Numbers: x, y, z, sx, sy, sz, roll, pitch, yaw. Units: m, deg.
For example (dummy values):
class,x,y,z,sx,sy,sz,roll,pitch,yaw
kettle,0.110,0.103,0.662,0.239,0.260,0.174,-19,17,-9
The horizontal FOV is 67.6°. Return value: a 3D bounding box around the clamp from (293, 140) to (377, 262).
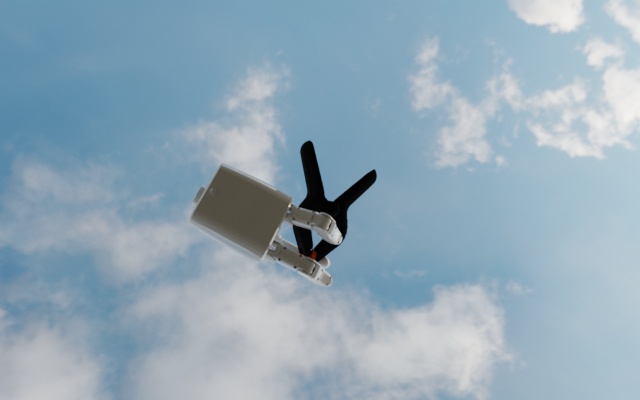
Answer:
class,x,y,z,sx,sy,sz,roll,pitch,yaw
clamp,0.000,0.003,0.667,0.120,0.171,0.039,29,-21,-8
